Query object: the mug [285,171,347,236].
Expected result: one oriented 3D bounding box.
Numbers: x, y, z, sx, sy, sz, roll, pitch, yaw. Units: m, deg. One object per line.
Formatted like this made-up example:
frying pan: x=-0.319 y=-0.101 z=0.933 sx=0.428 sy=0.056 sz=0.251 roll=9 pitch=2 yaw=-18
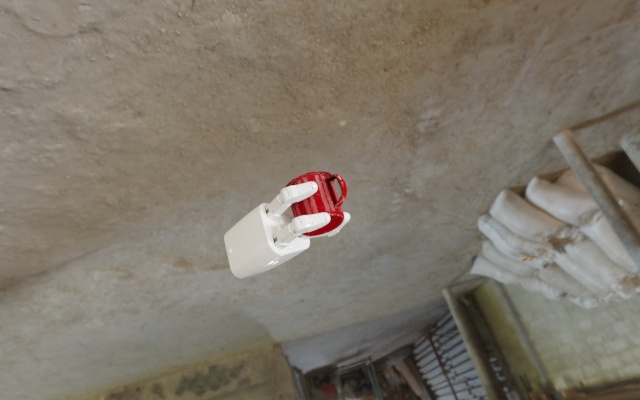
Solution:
mug: x=0.001 y=0.002 z=0.808 sx=0.117 sy=0.081 sz=0.093 roll=-35 pitch=-29 yaw=30
